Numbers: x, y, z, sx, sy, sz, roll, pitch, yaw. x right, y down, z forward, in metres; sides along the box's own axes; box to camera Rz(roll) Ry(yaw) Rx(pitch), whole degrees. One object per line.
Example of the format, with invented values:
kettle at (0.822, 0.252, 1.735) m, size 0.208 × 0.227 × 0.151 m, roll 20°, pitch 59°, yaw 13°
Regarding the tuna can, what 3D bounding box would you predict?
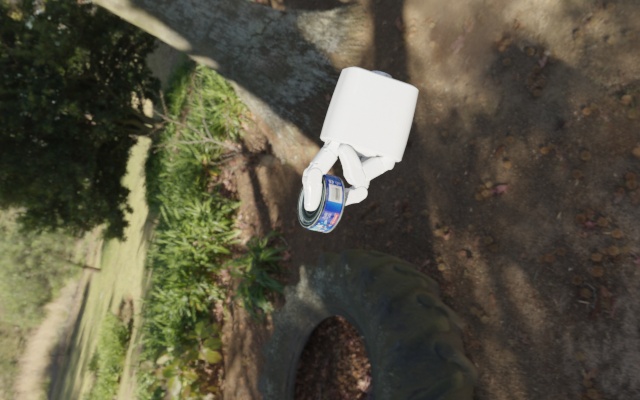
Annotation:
tuna can at (0.000, 0.002, 0.699) m, size 0.034 × 0.086 × 0.086 m, roll 13°, pitch -6°, yaw -28°
